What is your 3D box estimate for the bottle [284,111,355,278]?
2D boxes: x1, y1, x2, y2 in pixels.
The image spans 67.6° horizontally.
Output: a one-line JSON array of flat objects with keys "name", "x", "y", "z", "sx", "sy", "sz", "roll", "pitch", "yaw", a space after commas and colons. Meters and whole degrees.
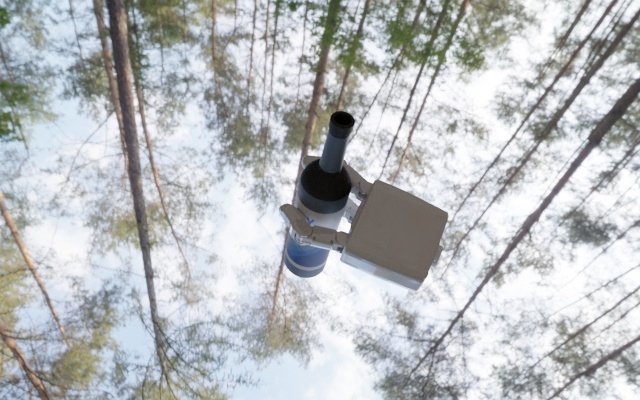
[{"name": "bottle", "x": 0.000, "y": 0.002, "z": 0.630, "sx": 0.069, "sy": 0.069, "sz": 0.296, "roll": 0, "pitch": -38, "yaw": -12}]
